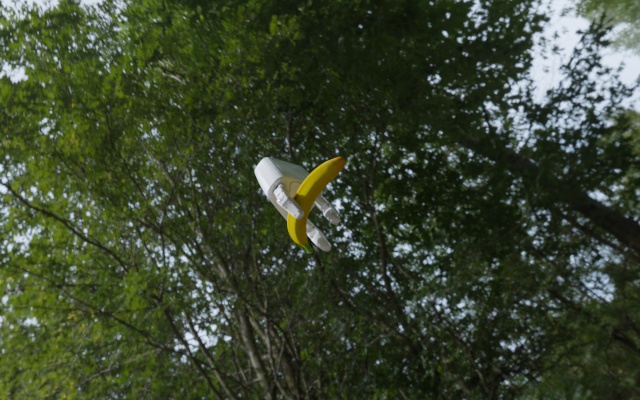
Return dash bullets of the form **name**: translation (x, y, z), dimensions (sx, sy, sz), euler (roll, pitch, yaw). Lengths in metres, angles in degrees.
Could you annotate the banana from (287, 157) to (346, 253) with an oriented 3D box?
- **banana**: translation (-0.018, 0.002, 0.886), dimensions (0.069, 0.198, 0.037), euler (12, 21, -24)
